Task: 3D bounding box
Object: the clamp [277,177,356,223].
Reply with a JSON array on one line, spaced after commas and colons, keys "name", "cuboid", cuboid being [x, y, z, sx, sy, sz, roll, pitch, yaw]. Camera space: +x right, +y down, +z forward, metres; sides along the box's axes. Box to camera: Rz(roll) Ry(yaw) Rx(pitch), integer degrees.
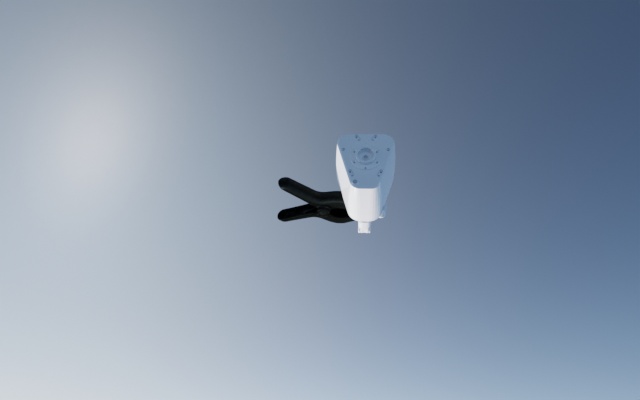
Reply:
[{"name": "clamp", "cuboid": [0.000, 0.003, 0.854, 0.171, 0.039, 0.120, 1, -30, 5]}]
